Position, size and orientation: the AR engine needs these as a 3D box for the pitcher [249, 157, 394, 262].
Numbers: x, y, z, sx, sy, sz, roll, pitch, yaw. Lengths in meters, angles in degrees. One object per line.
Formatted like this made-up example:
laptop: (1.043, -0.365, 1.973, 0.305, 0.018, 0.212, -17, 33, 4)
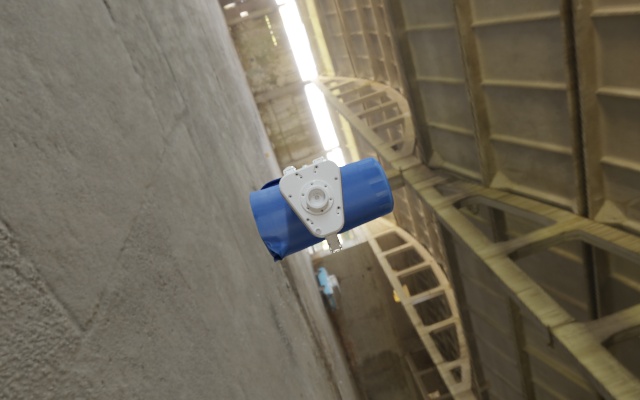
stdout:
pitcher: (0.000, 0.003, 0.872, 0.243, 0.149, 0.145, -20, -3, 0)
